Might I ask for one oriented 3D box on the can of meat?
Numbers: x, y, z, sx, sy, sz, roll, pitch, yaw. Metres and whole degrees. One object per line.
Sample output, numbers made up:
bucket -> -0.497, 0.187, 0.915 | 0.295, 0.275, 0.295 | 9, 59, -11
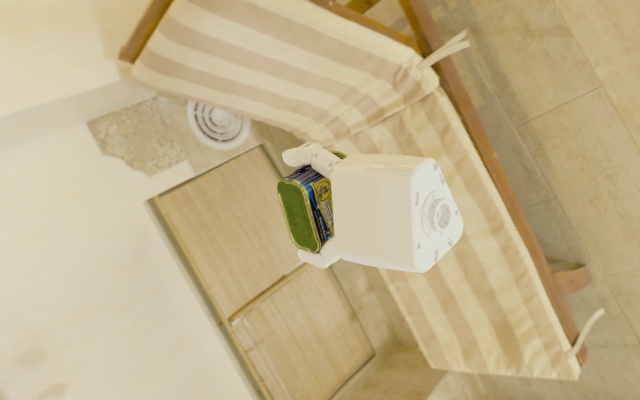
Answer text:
can of meat -> 0.000, 0.002, 0.585 | 0.057, 0.102, 0.084 | 10, 33, 45
